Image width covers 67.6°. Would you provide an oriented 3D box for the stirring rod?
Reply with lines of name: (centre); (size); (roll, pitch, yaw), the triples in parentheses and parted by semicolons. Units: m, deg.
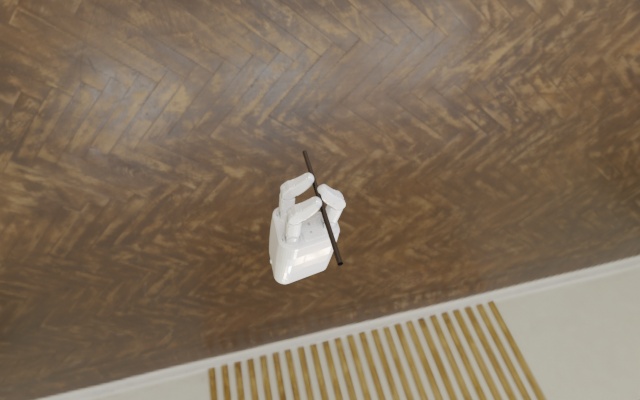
stirring rod: (0.000, 0.002, 0.741); (0.011, 0.239, 0.011); (-10, -42, -9)
